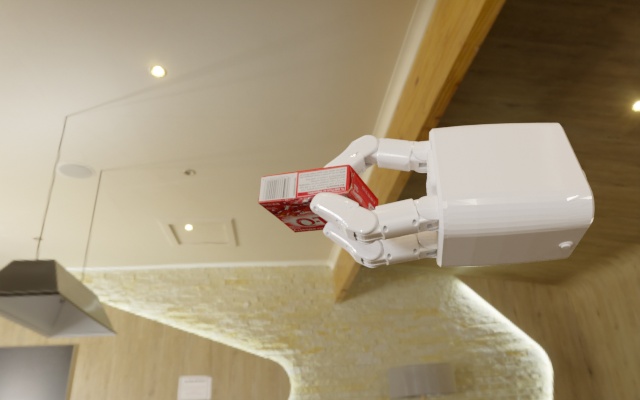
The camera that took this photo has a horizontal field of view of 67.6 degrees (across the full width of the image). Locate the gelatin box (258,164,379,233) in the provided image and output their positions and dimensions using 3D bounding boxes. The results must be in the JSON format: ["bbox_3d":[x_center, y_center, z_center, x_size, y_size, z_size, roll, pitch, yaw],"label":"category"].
[{"bbox_3d":[0.000,0.001,0.432,0.089,0.030,0.073,-6,-27,24],"label":"gelatin box"}]
